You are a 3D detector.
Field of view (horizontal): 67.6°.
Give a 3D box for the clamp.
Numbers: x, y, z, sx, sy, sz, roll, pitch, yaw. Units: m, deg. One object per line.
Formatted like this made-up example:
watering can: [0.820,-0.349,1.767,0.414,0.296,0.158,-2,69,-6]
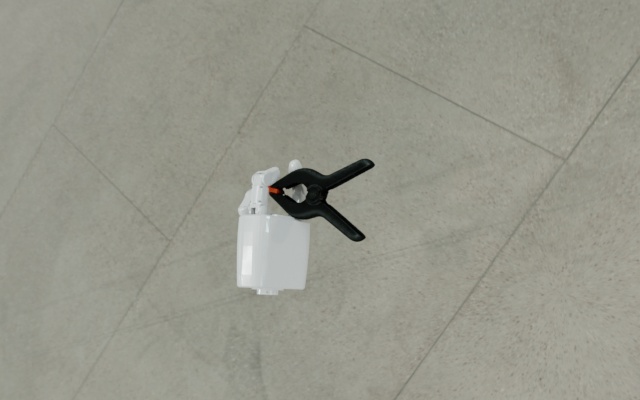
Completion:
clamp: [0.000,0.002,0.718,0.171,0.120,0.039,-3,-12,26]
